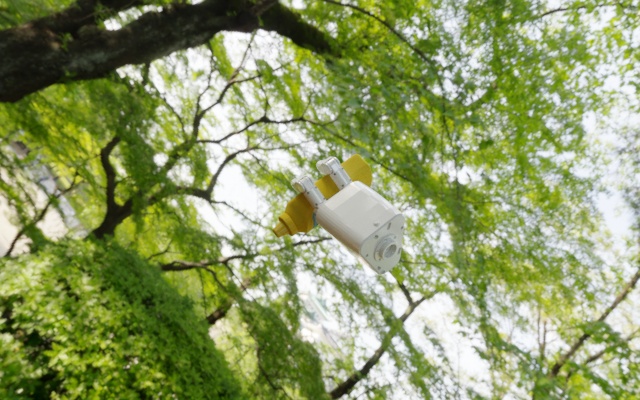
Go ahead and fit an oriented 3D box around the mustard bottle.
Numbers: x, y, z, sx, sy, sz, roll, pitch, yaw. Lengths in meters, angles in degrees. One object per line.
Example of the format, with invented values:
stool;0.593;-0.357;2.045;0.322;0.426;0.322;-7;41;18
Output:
mustard bottle;0.000;0.002;0.818;0.191;0.058;0.096;-36;-20;-17
